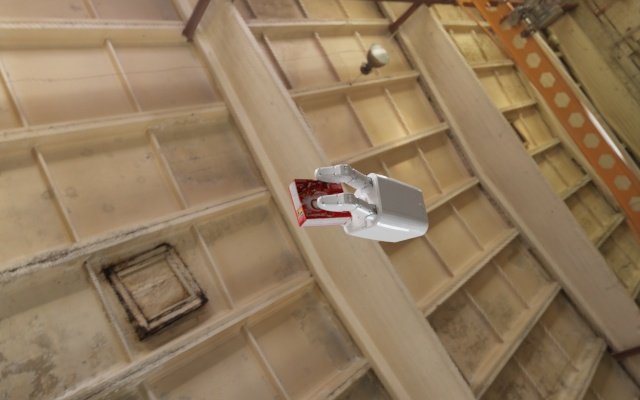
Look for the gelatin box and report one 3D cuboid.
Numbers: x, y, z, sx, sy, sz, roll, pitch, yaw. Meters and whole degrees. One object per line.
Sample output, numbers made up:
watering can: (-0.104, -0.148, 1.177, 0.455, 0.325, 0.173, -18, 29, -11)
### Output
gelatin box: (0.000, 0.003, 0.766, 0.089, 0.073, 0.030, -1, -29, -30)
